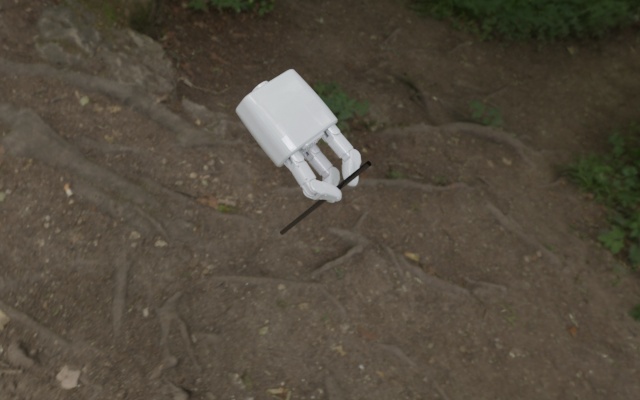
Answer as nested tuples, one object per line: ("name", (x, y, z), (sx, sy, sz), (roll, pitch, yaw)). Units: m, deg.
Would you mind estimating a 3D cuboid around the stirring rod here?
("stirring rod", (0.000, 0.002, 0.742), (0.011, 0.011, 0.240), (0, -26, -38))
